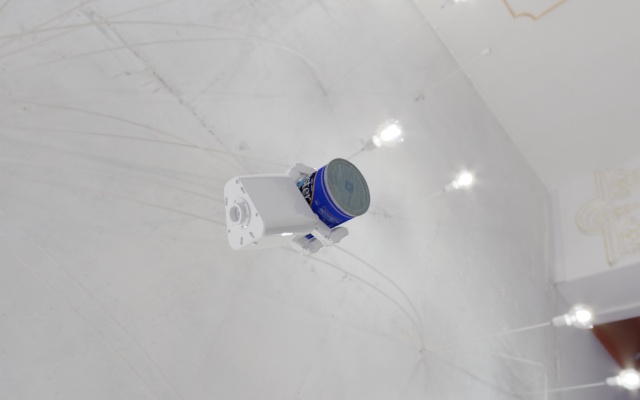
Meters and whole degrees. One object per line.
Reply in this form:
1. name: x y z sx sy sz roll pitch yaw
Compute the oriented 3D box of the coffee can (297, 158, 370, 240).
1. coffee can: 0.000 0.003 0.821 0.140 0.102 0.103 -29 -19 39
